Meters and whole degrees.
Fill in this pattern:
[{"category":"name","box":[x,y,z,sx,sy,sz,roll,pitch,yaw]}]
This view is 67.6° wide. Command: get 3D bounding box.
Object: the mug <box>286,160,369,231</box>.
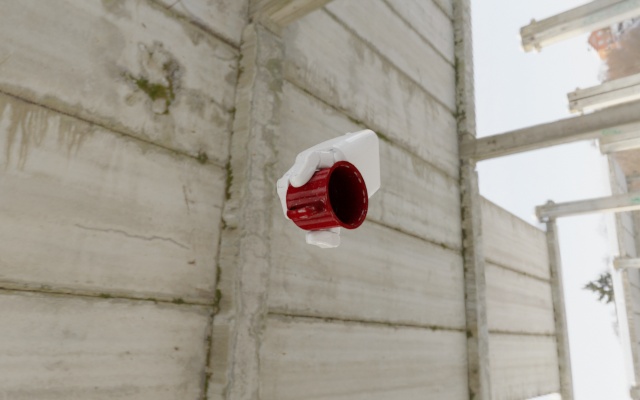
[{"category":"mug","box":[-0.001,0.003,0.649,0.081,0.093,0.117,-11,14,39]}]
